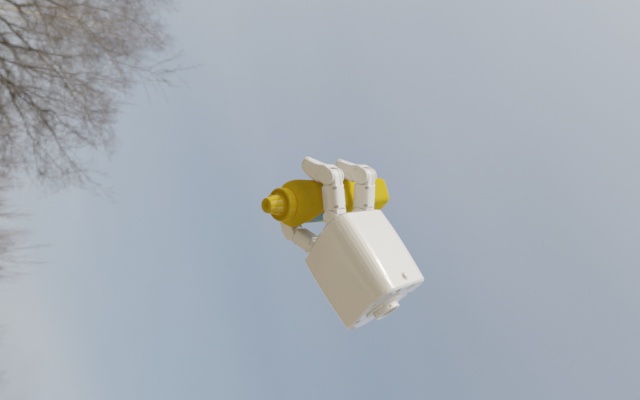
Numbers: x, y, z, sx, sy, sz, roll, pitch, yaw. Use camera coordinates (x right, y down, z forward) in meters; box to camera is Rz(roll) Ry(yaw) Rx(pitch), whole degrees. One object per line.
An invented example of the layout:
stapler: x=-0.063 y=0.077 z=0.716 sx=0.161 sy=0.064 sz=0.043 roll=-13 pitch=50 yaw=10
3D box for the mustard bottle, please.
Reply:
mustard bottle: x=0.000 y=0.002 z=0.634 sx=0.096 sy=0.058 sz=0.191 roll=-20 pitch=-10 yaw=42
